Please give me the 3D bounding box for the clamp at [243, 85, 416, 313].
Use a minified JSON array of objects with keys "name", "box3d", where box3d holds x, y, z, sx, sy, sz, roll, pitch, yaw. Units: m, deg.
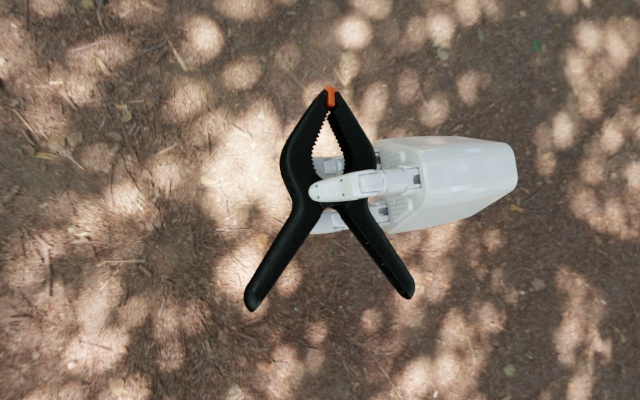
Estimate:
[{"name":"clamp","box3d":[0.000,0.001,0.440,0.164,0.210,0.036,-8,-2,-20]}]
